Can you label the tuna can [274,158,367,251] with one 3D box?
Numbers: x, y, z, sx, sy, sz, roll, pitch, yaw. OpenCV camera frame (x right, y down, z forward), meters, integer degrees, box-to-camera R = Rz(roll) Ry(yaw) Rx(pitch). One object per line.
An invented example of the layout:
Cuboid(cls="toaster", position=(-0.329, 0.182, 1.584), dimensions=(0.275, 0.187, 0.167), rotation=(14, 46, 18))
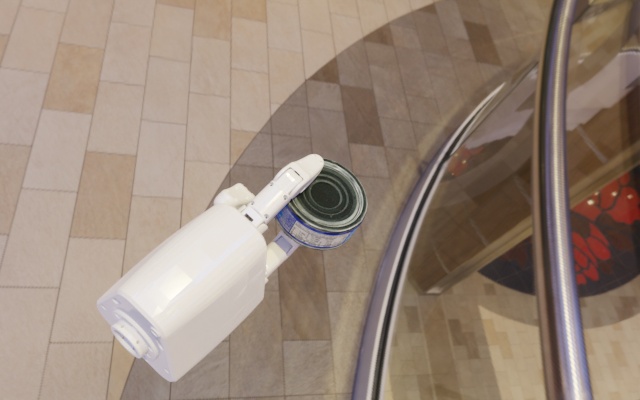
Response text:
Cuboid(cls="tuna can", position=(0.000, 0.001, 0.449), dimensions=(0.086, 0.086, 0.034), rotation=(0, -33, -25))
